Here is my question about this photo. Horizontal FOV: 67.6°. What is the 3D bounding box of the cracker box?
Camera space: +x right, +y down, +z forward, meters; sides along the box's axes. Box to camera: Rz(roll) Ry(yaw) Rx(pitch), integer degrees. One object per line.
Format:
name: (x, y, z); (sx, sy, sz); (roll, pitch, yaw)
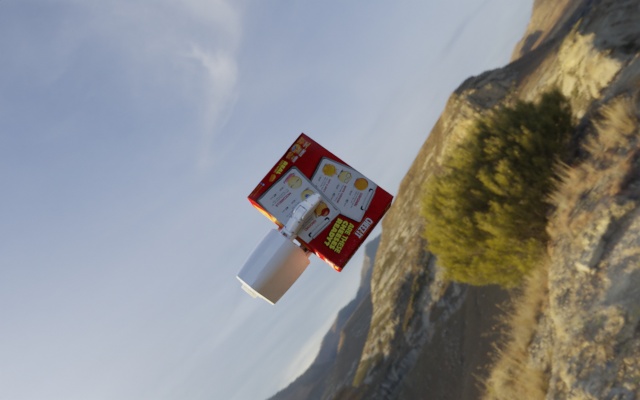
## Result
cracker box: (0.000, 0.003, 0.882); (0.213, 0.164, 0.072); (36, -11, 13)
